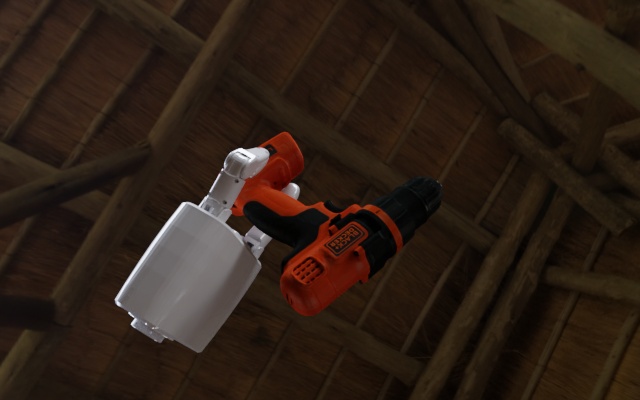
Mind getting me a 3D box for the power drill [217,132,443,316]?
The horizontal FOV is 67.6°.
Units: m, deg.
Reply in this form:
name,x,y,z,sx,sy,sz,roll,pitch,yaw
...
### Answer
name,x,y,z,sx,sy,sz,roll,pitch,yaw
power drill,0.000,0.002,0.473,0.184,0.057,0.187,-35,49,-23
